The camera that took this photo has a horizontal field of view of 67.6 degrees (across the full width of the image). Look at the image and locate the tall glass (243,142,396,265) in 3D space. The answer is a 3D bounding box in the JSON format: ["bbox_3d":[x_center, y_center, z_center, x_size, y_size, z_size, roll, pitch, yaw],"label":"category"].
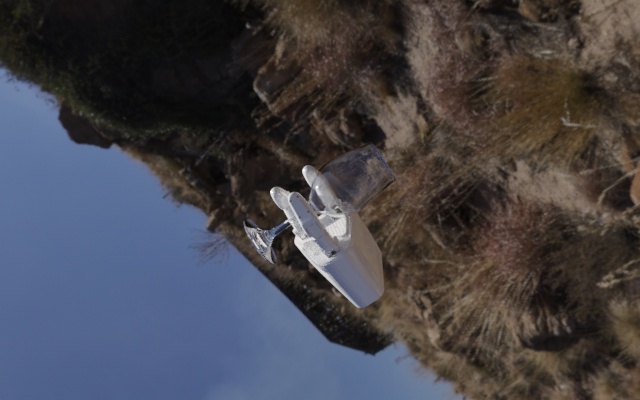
[{"bbox_3d":[-0.001,0.002,0.641,0.201,0.079,0.079,-34,-4,6],"label":"tall glass"}]
